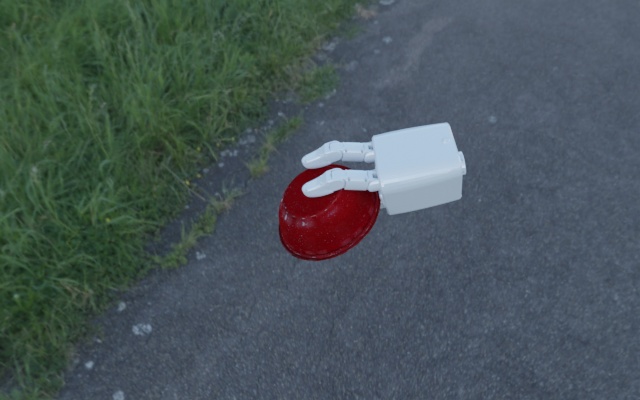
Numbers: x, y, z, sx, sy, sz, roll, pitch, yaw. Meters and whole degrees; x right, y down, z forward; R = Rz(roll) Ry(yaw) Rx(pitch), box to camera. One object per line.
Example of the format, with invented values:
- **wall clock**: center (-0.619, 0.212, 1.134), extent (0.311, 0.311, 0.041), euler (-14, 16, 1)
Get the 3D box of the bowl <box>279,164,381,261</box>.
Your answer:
- **bowl**: center (-0.001, 0.003, 0.671), extent (0.162, 0.162, 0.055), euler (0, -36, 32)
